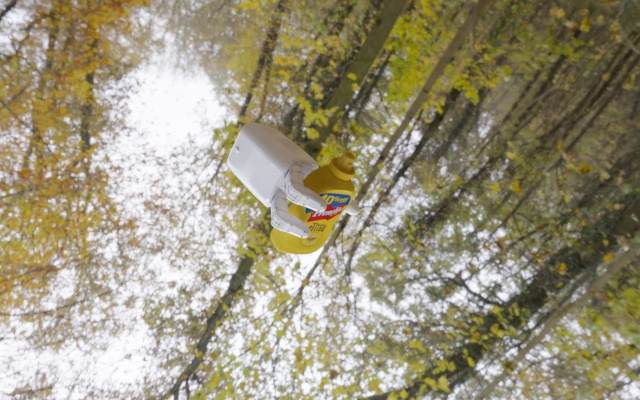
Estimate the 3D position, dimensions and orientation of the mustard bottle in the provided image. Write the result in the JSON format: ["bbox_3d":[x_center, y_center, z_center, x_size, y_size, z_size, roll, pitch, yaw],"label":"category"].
[{"bbox_3d":[0.000,0.003,0.754,0.096,0.192,0.058,6,39,-37],"label":"mustard bottle"}]
